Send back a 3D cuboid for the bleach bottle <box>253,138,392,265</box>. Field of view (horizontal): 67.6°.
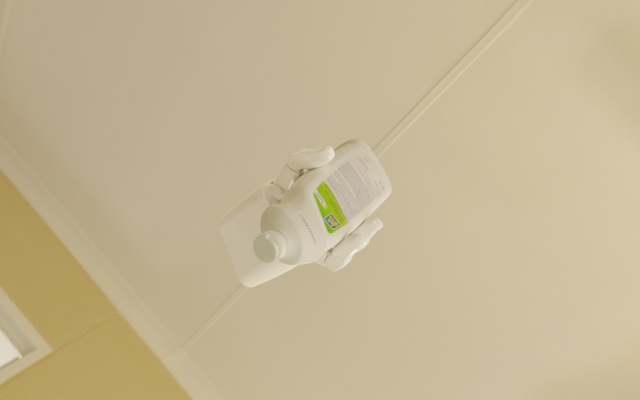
[{"bbox_3d":[0.000,0.002,0.572,0.068,0.102,0.250,-33,0,35],"label":"bleach bottle"}]
